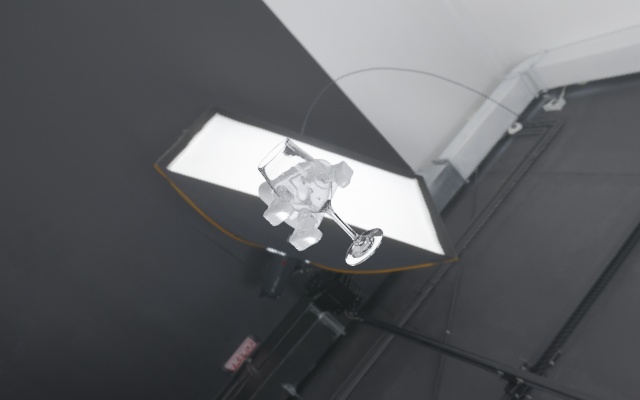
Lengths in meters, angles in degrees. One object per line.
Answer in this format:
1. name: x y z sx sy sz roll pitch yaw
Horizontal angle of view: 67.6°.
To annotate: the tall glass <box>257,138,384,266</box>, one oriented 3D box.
1. tall glass: 0.001 0.003 0.695 0.201 0.079 0.079 46 -17 -18
